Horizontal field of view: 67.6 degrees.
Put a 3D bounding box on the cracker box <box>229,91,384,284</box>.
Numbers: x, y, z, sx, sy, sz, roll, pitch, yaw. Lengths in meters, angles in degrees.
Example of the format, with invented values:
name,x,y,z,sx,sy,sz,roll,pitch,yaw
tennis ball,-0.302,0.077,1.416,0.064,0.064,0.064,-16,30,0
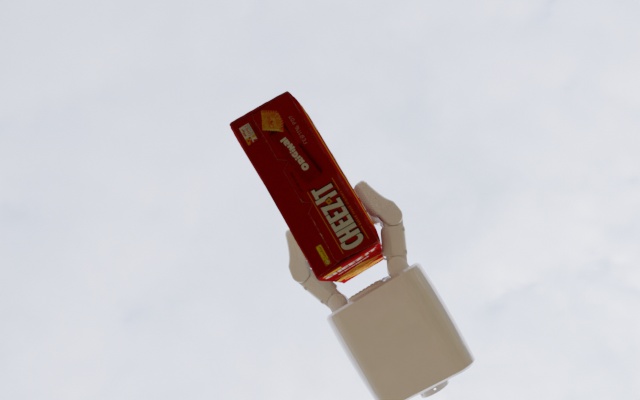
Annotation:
name,x,y,z,sx,sy,sz,roll,pitch,yaw
cracker box,0.000,0.002,0.511,0.072,0.164,0.214,-31,-13,1
